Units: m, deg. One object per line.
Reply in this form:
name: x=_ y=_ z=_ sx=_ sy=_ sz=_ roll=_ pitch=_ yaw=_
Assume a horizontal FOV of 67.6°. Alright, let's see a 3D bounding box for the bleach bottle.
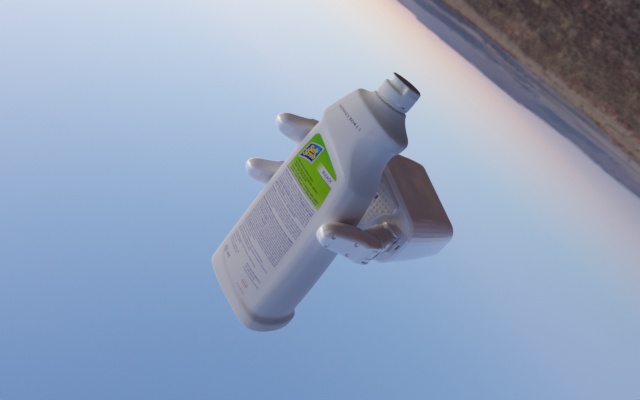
bleach bottle: x=0.000 y=0.001 z=0.425 sx=0.068 sy=0.102 sz=0.251 roll=6 pitch=-50 yaw=-51
